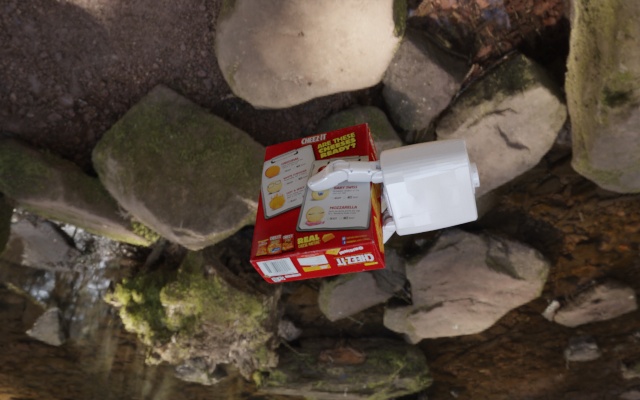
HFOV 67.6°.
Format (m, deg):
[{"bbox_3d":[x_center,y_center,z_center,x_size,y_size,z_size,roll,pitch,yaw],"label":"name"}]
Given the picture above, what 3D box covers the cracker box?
[{"bbox_3d":[0.000,0.002,0.670,0.164,0.213,0.072,-11,-42,15],"label":"cracker box"}]
